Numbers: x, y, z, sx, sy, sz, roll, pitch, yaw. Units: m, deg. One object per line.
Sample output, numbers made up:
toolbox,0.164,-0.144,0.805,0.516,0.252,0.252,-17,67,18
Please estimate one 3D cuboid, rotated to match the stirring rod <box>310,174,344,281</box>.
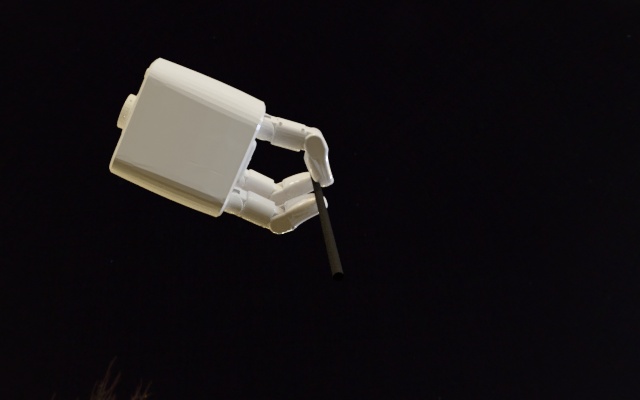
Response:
stirring rod,0.000,0.001,0.445,0.011,0.011,0.239,0,26,-7
